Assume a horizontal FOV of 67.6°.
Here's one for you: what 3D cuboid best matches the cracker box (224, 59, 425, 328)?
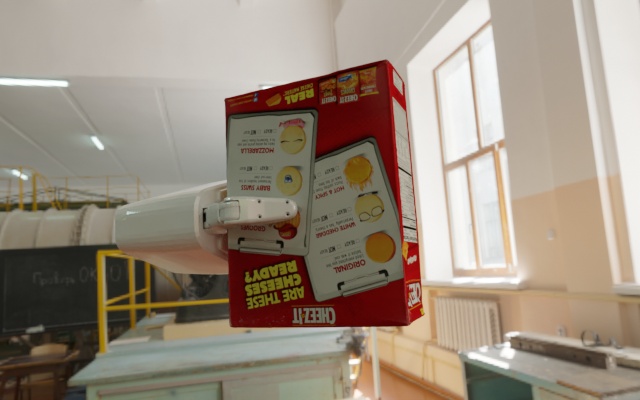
[{"bbox_3d":[0.000,0.001,0.431,0.164,0.213,0.072,-7,-9,24],"label":"cracker box"}]
